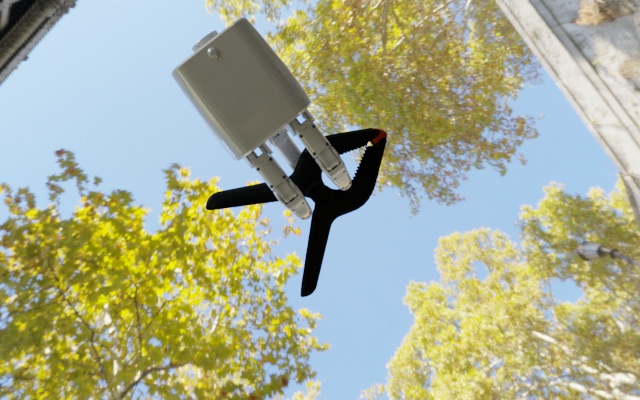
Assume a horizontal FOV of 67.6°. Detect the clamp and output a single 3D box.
[{"bbox_3d":[0.000,0.001,0.548,0.210,0.164,0.036,-37,16,1],"label":"clamp"}]
